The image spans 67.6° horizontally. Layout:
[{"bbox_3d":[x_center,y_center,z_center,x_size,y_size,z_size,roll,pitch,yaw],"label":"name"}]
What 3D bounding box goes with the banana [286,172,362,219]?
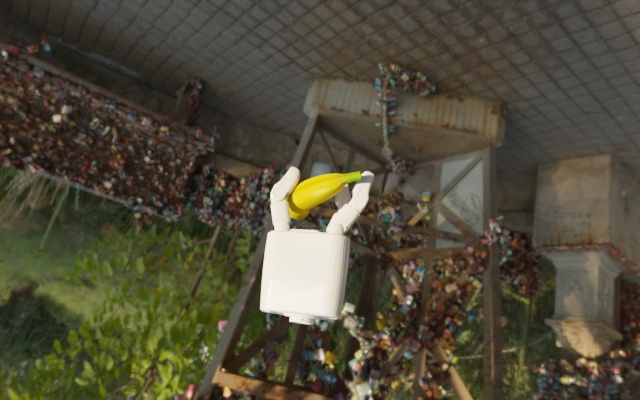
[{"bbox_3d":[-0.015,-0.001,0.700,0.069,0.037,0.198,7,-17,-25],"label":"banana"}]
